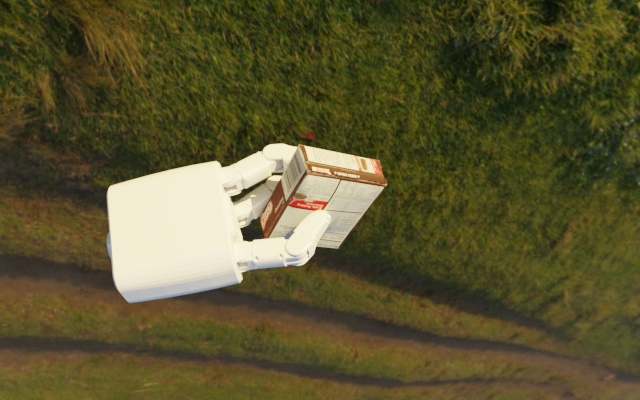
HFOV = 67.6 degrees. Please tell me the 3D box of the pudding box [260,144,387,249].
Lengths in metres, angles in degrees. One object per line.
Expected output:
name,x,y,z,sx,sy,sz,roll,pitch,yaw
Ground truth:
pudding box,0.000,0.002,0.483,0.090,0.039,0.113,7,-42,-27
